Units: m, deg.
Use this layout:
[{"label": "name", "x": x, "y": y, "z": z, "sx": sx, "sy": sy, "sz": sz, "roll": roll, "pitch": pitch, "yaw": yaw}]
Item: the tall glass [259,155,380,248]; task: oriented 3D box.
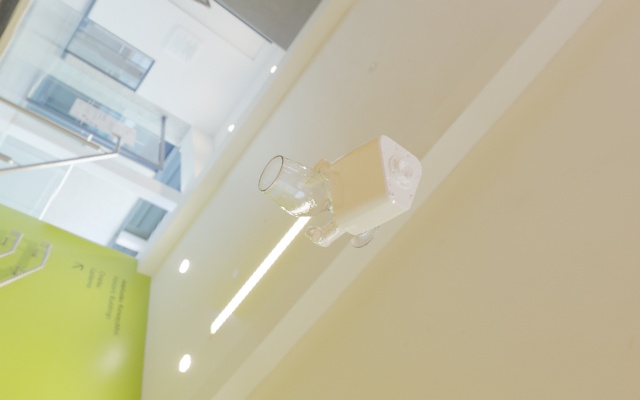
[{"label": "tall glass", "x": 0.001, "y": 0.003, "z": 0.764, "sx": 0.201, "sy": 0.079, "sz": 0.079, "roll": 30, "pitch": -15, "yaw": -29}]
